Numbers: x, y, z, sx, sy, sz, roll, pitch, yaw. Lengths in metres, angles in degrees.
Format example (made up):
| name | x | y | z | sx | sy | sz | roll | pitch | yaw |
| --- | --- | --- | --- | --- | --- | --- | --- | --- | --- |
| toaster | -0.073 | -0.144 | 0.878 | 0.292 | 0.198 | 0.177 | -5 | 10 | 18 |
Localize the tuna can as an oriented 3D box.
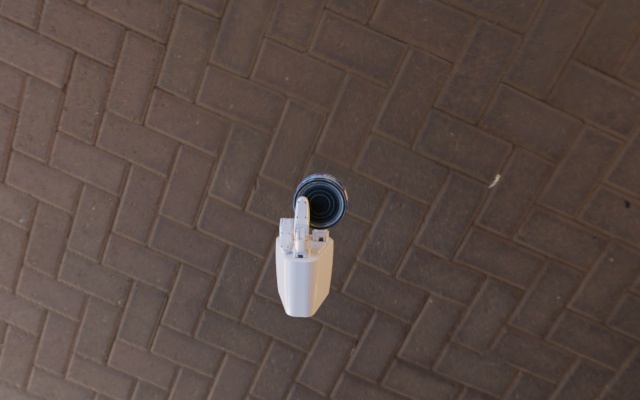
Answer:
| name | x | y | z | sx | sy | sz | roll | pitch | yaw |
| --- | --- | --- | --- | --- | --- | --- | --- | --- | --- |
| tuna can | 0.000 | 0.003 | 0.750 | 0.086 | 0.086 | 0.033 | 0 | 15 | 5 |
